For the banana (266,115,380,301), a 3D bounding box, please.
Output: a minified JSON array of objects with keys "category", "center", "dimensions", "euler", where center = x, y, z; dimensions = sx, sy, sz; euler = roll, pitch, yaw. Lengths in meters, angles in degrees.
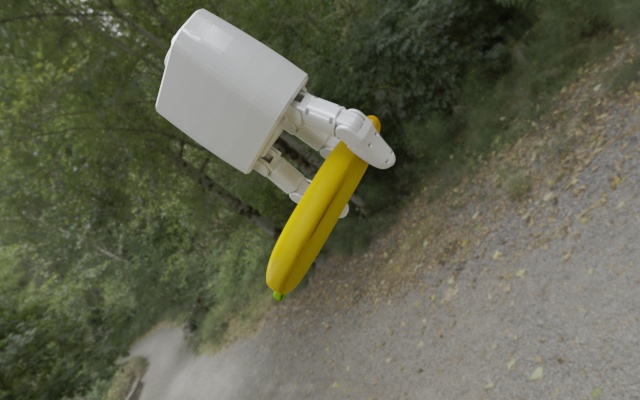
[{"category":"banana","center":[-0.001,0.005,0.425],"dimensions":[0.037,0.198,0.069],"euler":[30,1,-4]}]
